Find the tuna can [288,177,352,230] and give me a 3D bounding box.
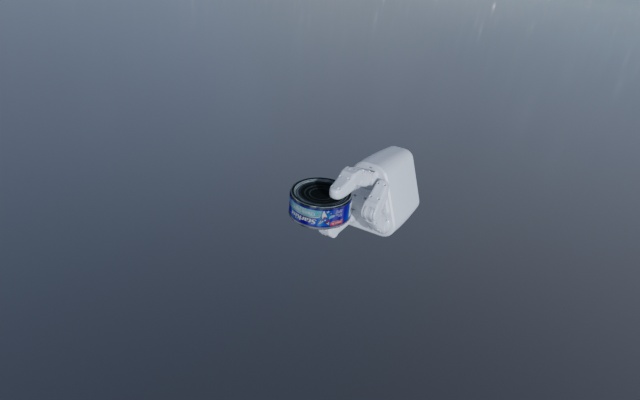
[{"bbox_3d":[0.000,0.002,0.644,0.086,0.034,0.086,3,31,-2],"label":"tuna can"}]
